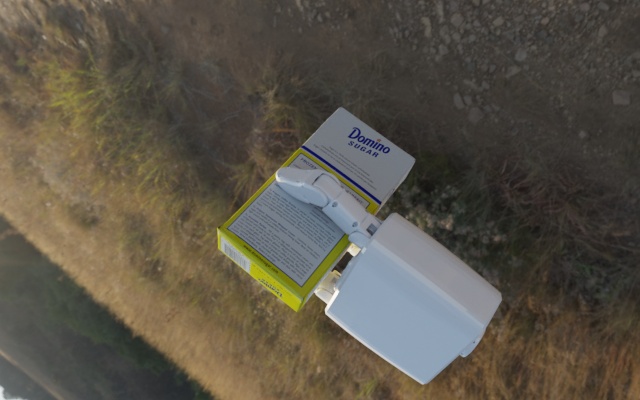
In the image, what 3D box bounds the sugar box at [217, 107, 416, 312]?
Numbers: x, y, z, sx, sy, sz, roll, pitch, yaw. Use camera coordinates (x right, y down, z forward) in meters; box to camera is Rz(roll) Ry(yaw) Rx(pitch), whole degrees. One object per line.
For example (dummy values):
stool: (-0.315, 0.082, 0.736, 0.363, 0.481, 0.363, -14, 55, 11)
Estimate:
sugar box: (0.000, 0.002, 0.433, 0.093, 0.176, 0.048, 38, -30, 10)
